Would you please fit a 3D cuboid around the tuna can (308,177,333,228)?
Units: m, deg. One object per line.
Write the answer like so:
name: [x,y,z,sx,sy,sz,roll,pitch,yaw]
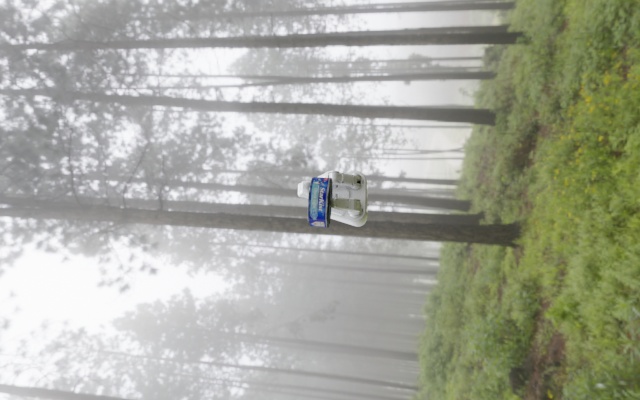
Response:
tuna can: [0.000,0.003,0.819,0.034,0.086,0.086,4,0,6]
